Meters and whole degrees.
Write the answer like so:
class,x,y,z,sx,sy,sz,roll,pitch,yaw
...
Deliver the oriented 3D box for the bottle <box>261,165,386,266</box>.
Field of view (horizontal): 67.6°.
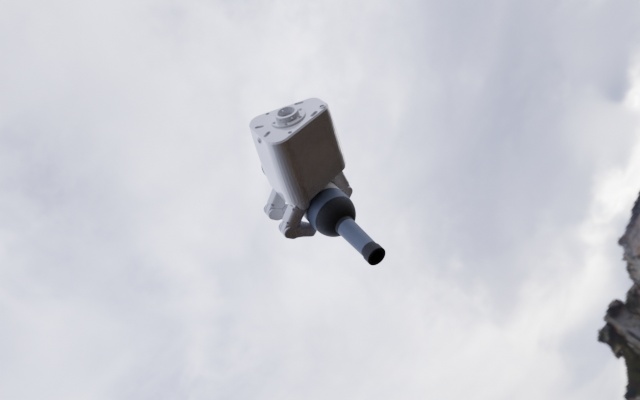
class,x,y,z,sx,sy,sz,roll,pitch,yaw
bottle,0.000,0.002,0.711,0.069,0.069,0.295,0,28,-34
